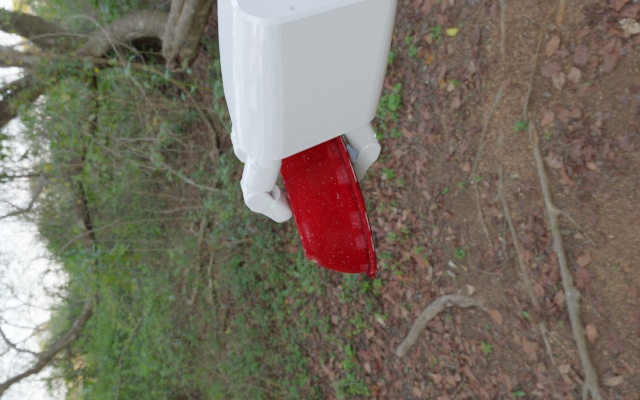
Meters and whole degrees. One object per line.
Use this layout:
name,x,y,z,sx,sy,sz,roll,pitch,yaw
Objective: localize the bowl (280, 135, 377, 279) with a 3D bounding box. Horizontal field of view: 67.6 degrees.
bowl,0.000,0.003,0.440,0.055,0.162,0.162,-17,1,-4
